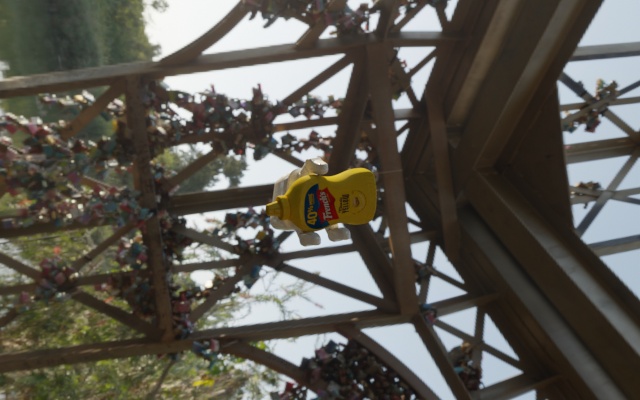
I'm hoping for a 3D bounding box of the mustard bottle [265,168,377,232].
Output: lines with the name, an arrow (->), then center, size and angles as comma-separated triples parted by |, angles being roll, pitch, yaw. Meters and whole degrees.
mustard bottle -> 0.001, 0.003, 0.808 | 0.191, 0.096, 0.058 | -8, 22, -23
